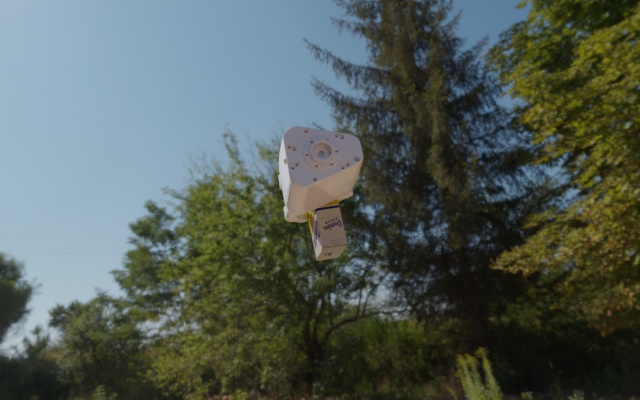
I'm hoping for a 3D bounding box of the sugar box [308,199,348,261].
[{"bbox_3d":[0.000,0.002,0.781,0.048,0.176,0.093,-6,-18,-9],"label":"sugar box"}]
